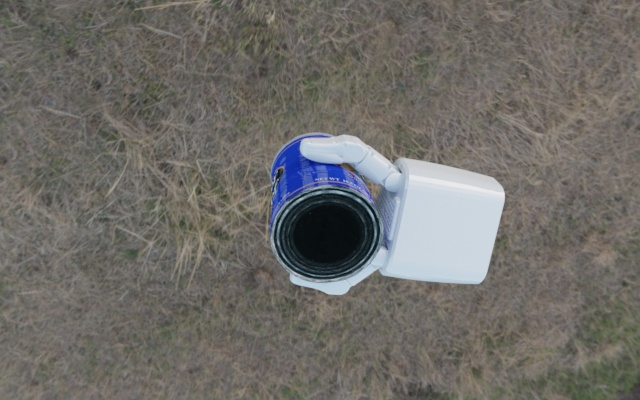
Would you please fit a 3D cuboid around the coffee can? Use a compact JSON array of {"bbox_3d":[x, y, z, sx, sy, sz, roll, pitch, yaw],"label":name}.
[{"bbox_3d":[0.000,0.001,0.489,0.103,0.103,0.140,0,27,-6],"label":"coffee can"}]
